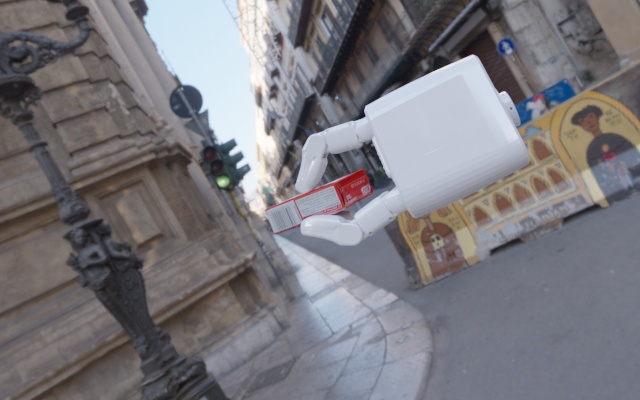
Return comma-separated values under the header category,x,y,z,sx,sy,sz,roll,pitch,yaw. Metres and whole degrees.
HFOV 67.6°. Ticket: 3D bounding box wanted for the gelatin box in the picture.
category,x,y,z,sx,sy,sz,roll,pitch,yaw
gelatin box,0.000,0.001,0.484,0.089,0.030,0.073,-21,2,29
